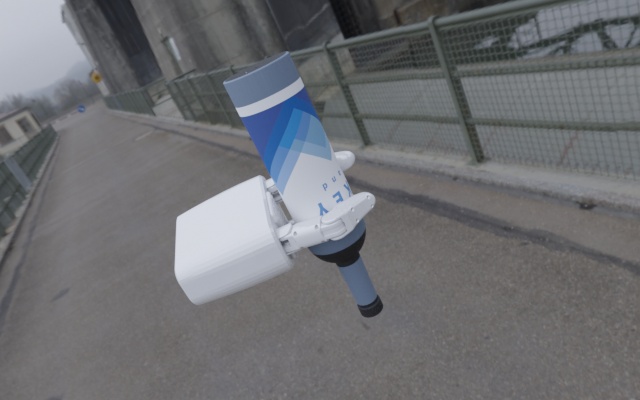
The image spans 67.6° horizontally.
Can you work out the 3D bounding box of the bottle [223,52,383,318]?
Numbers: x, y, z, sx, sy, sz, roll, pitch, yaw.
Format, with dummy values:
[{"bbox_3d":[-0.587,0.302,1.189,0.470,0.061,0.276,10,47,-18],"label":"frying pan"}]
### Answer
[{"bbox_3d":[0.000,0.001,0.489,0.069,0.296,0.069,-22,23,9],"label":"bottle"}]
